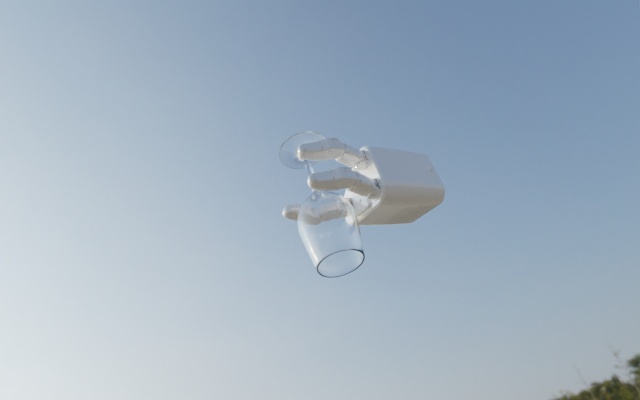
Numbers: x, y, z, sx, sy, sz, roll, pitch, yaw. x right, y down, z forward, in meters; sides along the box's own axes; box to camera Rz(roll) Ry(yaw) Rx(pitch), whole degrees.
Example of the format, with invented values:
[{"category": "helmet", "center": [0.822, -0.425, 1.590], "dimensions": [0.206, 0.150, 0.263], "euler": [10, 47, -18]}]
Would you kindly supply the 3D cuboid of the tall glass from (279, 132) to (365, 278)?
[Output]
[{"category": "tall glass", "center": [0.000, 0.002, 0.642], "dimensions": [0.079, 0.201, 0.079], "euler": [-11, -38, -9]}]
